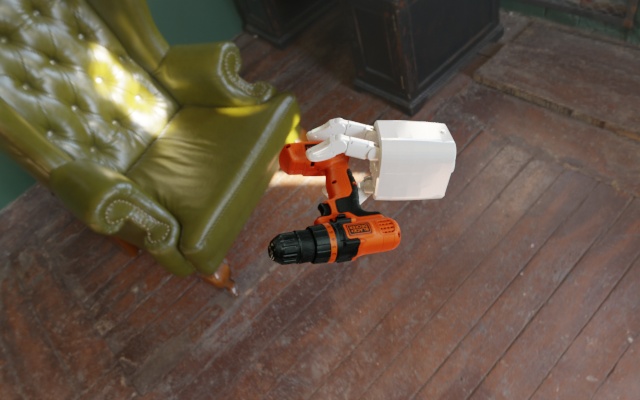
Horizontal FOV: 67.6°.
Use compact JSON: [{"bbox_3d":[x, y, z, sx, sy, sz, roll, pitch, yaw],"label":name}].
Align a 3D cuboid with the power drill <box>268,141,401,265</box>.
[{"bbox_3d":[0.000,0.002,0.667,0.184,0.187,0.057,-5,-35,-23],"label":"power drill"}]
